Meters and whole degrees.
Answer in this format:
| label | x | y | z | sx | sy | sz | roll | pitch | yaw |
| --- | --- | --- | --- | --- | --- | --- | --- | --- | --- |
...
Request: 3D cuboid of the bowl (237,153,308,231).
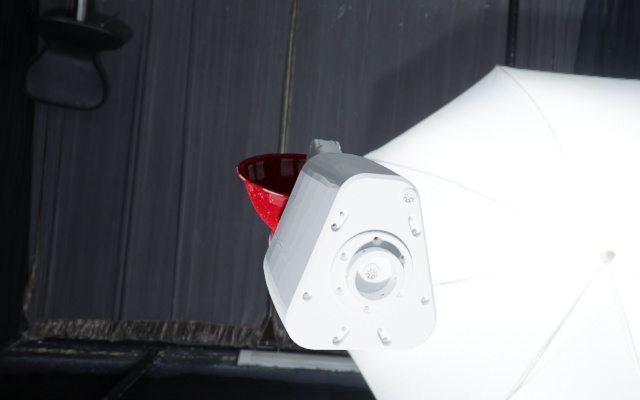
| label | x | y | z | sx | sy | sz | roll | pitch | yaw |
| --- | --- | --- | --- | --- | --- | --- | --- | --- | --- |
| bowl | 0.000 | 0.001 | 0.454 | 0.162 | 0.055 | 0.162 | 8 | 19 | -3 |
